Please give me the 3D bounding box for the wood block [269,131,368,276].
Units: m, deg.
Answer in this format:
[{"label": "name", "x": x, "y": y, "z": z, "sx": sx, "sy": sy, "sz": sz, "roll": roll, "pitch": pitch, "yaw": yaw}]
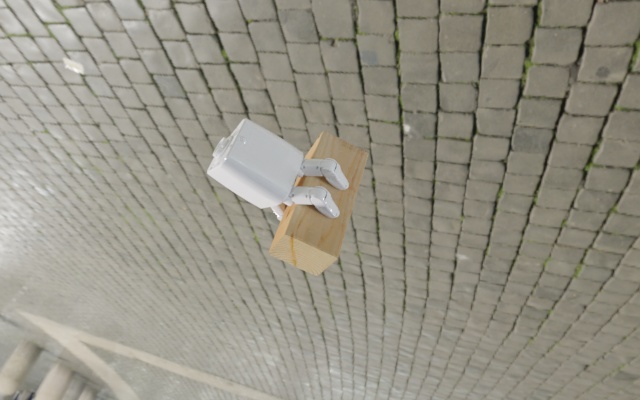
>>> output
[{"label": "wood block", "x": 0.000, "y": 0.003, "z": 0.778, "sx": 0.090, "sy": 0.206, "sz": 0.091, "roll": 26, "pitch": -33, "yaw": -10}]
